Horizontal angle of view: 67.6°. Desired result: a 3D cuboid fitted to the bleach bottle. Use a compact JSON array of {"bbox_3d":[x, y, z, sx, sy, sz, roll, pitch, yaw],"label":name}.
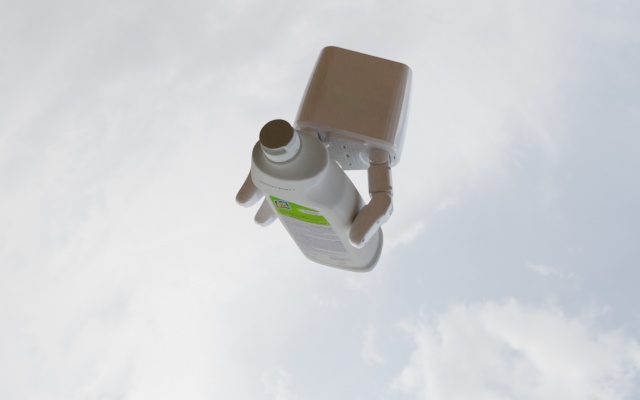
[{"bbox_3d":[0.000,0.002,0.480,0.102,0.068,0.251,9,-22,17],"label":"bleach bottle"}]
